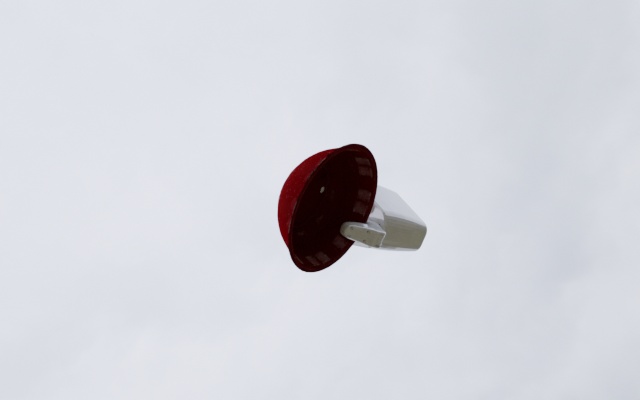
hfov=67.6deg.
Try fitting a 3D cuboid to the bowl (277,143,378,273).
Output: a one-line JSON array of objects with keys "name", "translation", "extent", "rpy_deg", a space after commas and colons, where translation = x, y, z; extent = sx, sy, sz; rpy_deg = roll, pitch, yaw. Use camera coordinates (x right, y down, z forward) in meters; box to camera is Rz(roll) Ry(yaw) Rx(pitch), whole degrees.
[{"name": "bowl", "translation": [-0.001, 0.001, 0.567], "extent": [0.055, 0.162, 0.162], "rpy_deg": [27, 15, 32]}]
